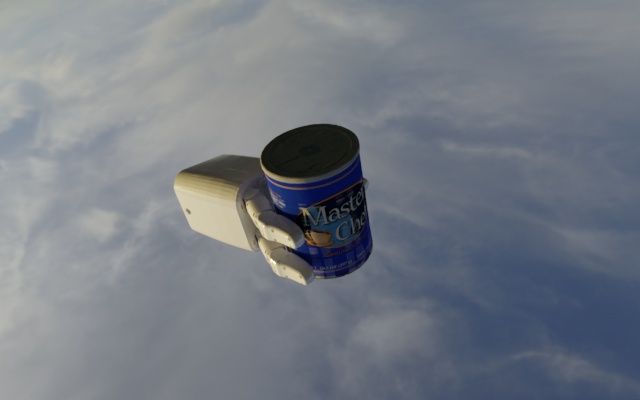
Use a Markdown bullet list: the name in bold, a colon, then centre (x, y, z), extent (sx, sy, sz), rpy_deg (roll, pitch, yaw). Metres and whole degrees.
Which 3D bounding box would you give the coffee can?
- **coffee can**: centre (0.000, 0.002, 0.527), extent (0.103, 0.140, 0.102), rpy_deg (-8, 37, 6)
